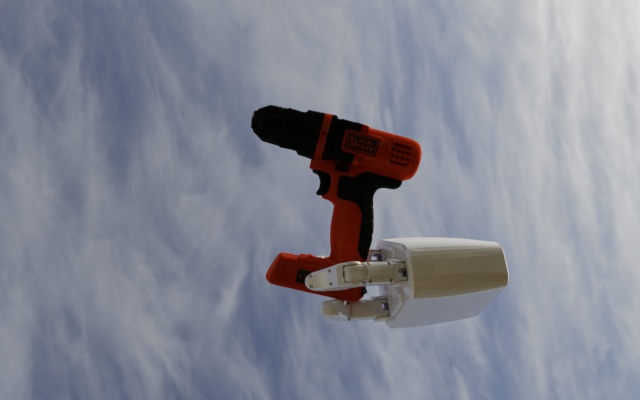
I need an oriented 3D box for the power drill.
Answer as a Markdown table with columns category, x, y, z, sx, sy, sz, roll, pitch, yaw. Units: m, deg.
| category | x | y | z | sx | sy | sz | roll | pitch | yaw |
| --- | --- | --- | --- | --- | --- | --- | --- | --- | --- |
| power drill | 0.000 | 0.002 | 0.506 | 0.184 | 0.187 | 0.057 | 14 | 0 | 0 |
